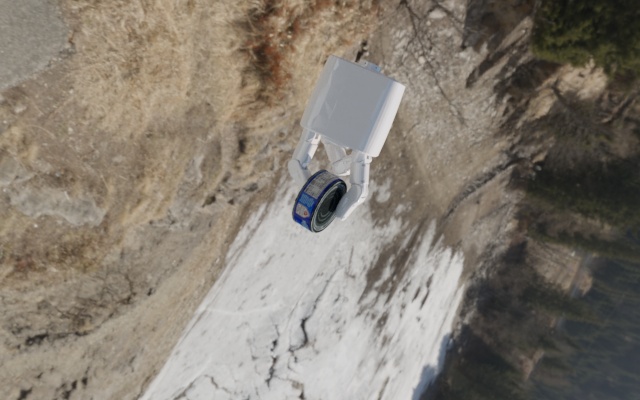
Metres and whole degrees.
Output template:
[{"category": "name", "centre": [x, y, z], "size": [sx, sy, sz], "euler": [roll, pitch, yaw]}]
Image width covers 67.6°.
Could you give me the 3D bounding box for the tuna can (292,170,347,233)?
[{"category": "tuna can", "centre": [0.001, 0.003, 0.666], "size": [0.033, 0.086, 0.086], "euler": [31, 13, 23]}]
